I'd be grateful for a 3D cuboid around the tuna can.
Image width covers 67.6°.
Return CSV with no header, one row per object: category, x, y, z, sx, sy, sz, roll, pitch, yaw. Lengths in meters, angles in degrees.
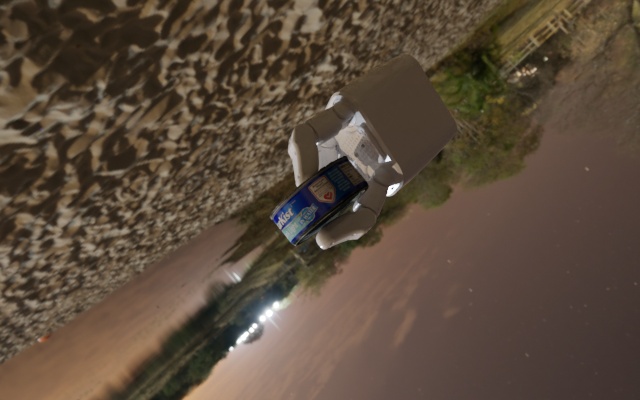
tuna can,0.000,0.002,0.415,0.086,0.034,0.086,-38,-6,-5
